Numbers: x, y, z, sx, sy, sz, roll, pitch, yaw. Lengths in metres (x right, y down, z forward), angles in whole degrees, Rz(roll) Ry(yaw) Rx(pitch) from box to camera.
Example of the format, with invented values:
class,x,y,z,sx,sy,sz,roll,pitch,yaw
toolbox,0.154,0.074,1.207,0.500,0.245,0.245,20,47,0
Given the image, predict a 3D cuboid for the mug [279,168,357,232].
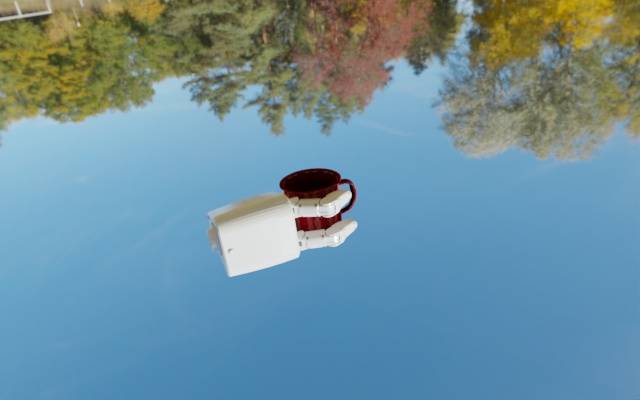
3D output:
class,x,y,z,sx,sy,sz,roll,pitch,yaw
mug,0.001,0.002,0.730,0.117,0.081,0.093,-15,26,-17
